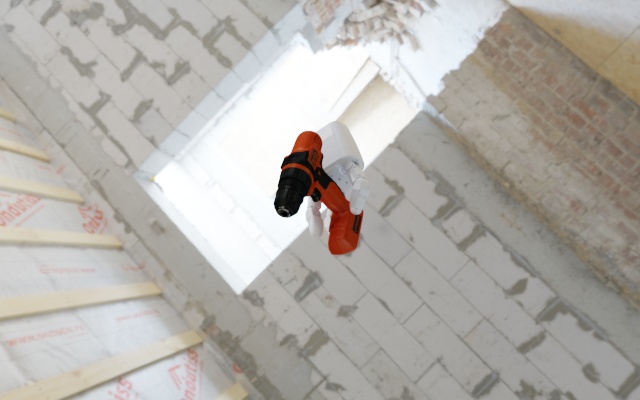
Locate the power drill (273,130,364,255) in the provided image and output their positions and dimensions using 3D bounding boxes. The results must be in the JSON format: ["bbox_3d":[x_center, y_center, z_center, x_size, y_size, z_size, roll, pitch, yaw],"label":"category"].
[{"bbox_3d":[0.000,0.003,0.776,0.057,0.184,0.188,-14,-52,29],"label":"power drill"}]
